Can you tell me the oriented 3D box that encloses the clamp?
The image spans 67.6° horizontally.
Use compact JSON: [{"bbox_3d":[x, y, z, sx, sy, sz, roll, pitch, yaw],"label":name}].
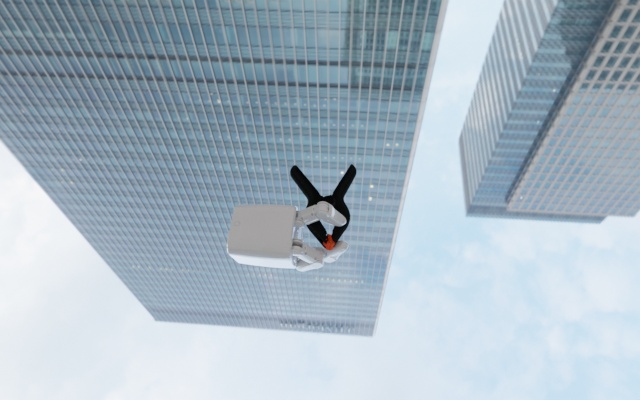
[{"bbox_3d":[0.000,0.003,0.837,0.120,0.171,0.039,3,-34,4],"label":"clamp"}]
